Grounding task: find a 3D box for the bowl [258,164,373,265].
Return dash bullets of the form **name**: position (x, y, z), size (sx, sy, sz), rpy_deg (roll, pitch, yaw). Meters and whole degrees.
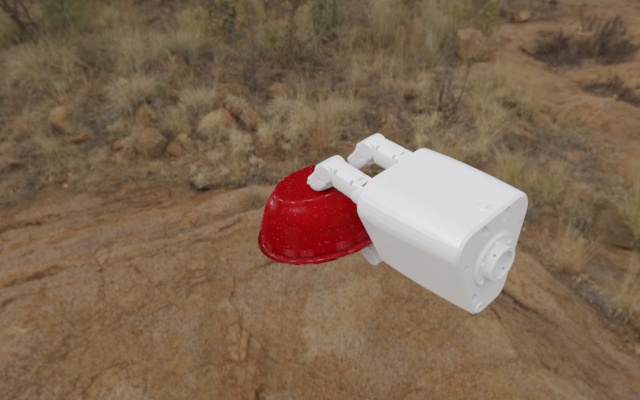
- **bowl**: position (-0.001, 0.001, 0.528), size (0.162, 0.055, 0.162), rpy_deg (-14, 26, 7)
